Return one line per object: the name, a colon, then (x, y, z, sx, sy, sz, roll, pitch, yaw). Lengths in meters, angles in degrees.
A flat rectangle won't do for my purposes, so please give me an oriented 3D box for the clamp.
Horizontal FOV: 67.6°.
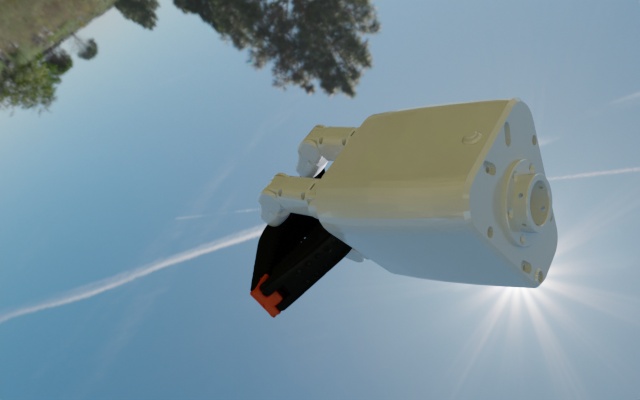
clamp: (0.000, 0.002, 0.402, 0.164, 0.210, 0.036, -2, -47, 49)
